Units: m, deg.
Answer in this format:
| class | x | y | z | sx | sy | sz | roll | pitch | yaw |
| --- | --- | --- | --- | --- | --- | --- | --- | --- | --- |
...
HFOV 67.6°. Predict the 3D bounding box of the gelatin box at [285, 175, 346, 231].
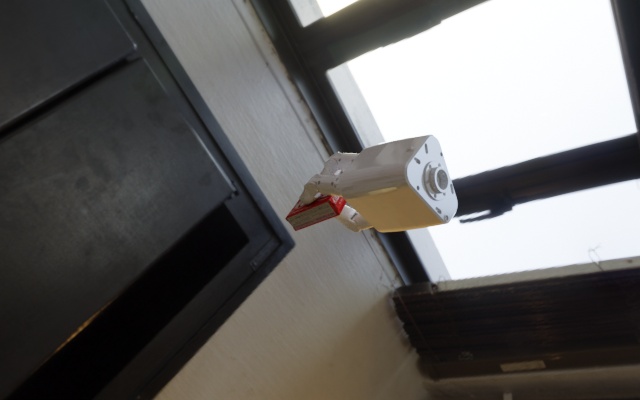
| class | x | y | z | sx | sy | sz | roll | pitch | yaw |
| --- | --- | --- | --- | --- | --- | --- | --- | --- | --- |
| gelatin box | 0.000 | 0.003 | 0.707 | 0.089 | 0.030 | 0.073 | -23 | 22 | 37 |
